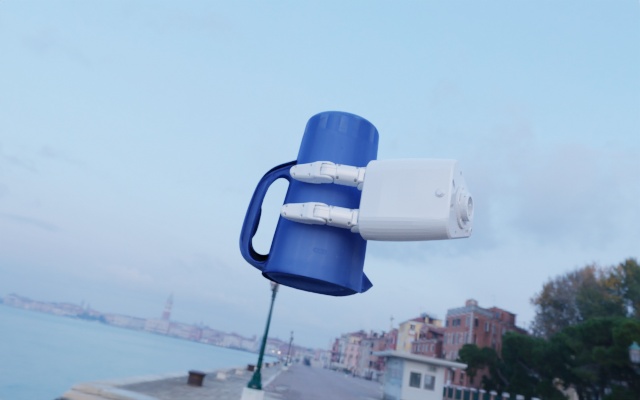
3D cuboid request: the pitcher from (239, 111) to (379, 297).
[{"bbox_3d":[0.000,0.002,0.653,0.145,0.242,0.149,0,-21,31],"label":"pitcher"}]
